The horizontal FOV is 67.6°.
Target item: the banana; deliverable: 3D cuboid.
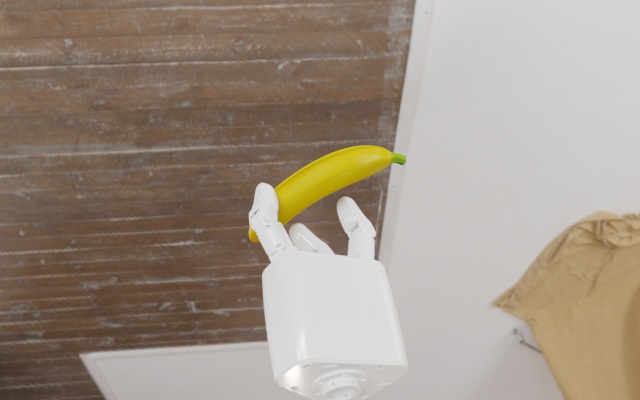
[{"bbox_3d":[-0.005,-0.010,0.507,0.198,0.037,0.070,-27,-41,12],"label":"banana"}]
